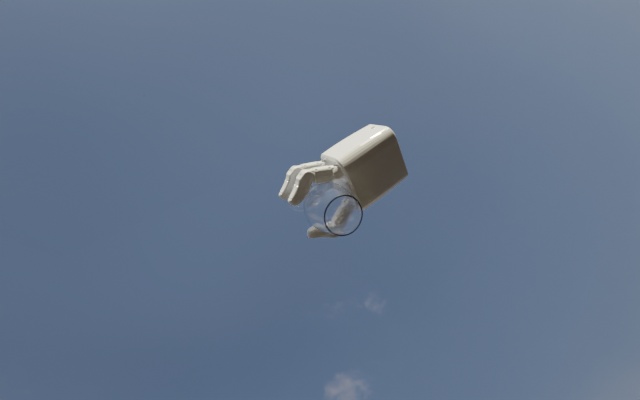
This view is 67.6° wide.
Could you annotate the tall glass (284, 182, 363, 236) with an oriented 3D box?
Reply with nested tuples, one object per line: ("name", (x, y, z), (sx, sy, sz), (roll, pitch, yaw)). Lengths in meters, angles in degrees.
("tall glass", (0.000, 0.003, 0.785), (0.079, 0.079, 0.201), (0, 12, -20))
